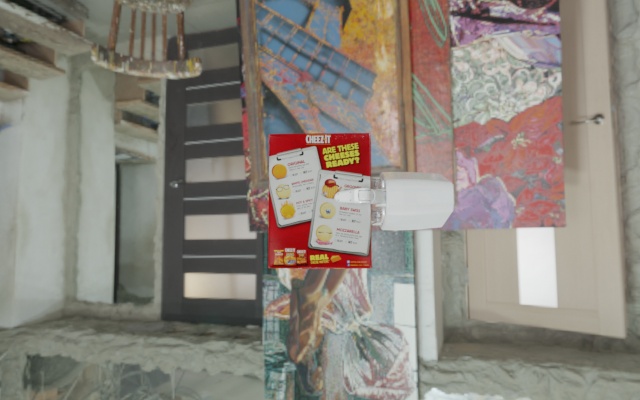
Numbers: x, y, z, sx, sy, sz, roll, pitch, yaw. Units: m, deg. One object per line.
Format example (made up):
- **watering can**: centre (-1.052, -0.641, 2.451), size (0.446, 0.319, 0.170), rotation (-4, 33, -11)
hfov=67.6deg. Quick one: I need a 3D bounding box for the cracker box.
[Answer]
- **cracker box**: centre (0.000, 0.003, 0.776), size (0.164, 0.213, 0.072), rotation (0, -4, 1)
